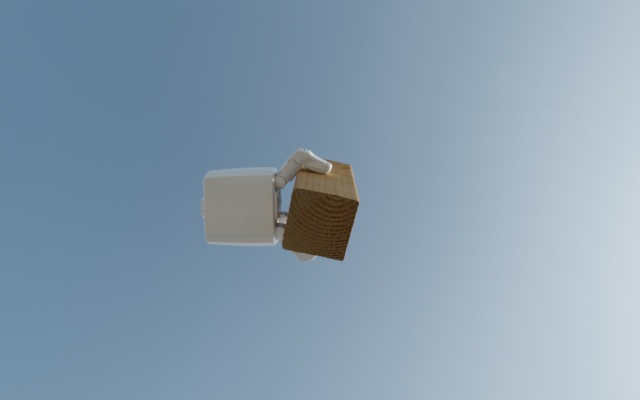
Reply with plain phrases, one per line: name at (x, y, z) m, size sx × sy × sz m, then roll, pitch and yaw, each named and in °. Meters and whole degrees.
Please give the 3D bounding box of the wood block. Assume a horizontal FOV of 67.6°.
wood block at (0.000, 0.002, 0.728) m, size 0.090 × 0.091 × 0.206 m, roll 12°, pitch 17°, yaw -3°
